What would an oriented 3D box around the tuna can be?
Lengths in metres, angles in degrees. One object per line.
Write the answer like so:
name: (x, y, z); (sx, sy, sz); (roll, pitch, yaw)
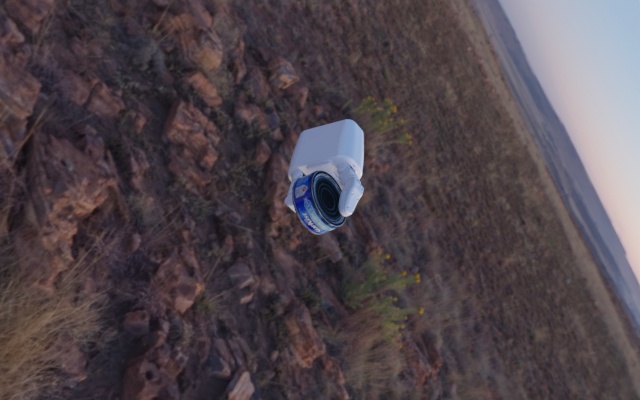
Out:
tuna can: (0.001, 0.002, 0.666); (0.034, 0.086, 0.086); (-22, -12, 31)
